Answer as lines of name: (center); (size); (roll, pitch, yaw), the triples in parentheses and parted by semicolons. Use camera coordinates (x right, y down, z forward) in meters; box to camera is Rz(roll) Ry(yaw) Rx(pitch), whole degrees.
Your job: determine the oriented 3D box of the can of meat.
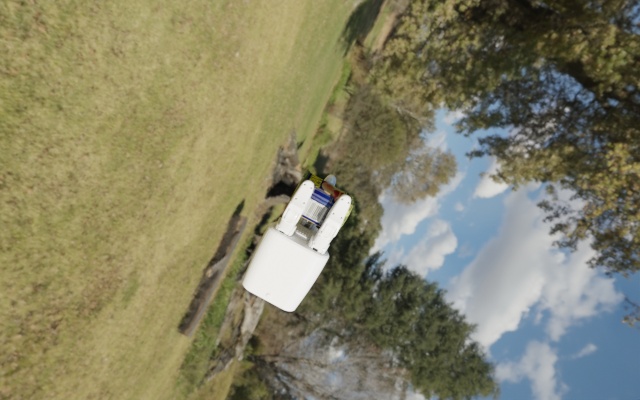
can of meat: (0.000, 0.002, 0.717); (0.084, 0.057, 0.102); (29, 13, -2)
